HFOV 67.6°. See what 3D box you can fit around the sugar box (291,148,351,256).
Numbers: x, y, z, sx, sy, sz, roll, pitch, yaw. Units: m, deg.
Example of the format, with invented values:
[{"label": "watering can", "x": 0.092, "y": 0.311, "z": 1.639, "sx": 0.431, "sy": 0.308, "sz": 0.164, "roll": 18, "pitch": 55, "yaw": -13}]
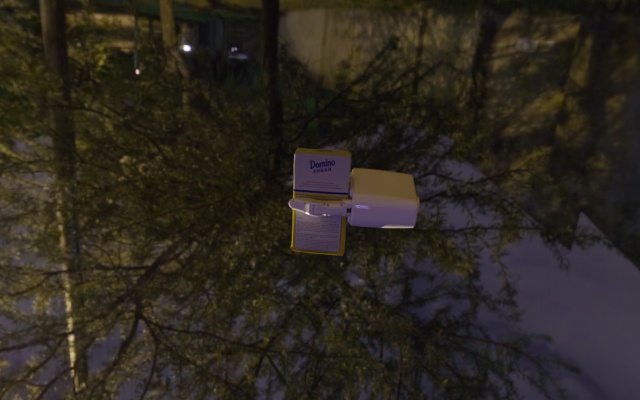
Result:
[{"label": "sugar box", "x": 0.000, "y": 0.003, "z": 0.805, "sx": 0.093, "sy": 0.176, "sz": 0.048, "roll": 5, "pitch": 18, "yaw": 2}]
